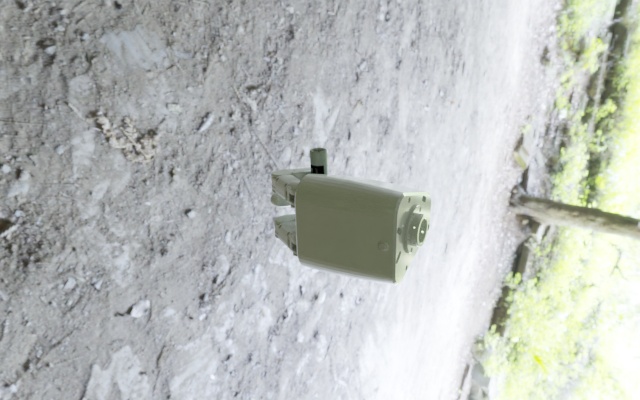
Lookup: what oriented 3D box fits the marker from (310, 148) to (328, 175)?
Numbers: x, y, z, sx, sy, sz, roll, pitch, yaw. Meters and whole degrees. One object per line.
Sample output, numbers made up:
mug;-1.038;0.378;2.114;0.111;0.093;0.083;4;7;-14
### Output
marker;0.000;0.002;0.534;0.020;0.121;0.020;-2;21;1
